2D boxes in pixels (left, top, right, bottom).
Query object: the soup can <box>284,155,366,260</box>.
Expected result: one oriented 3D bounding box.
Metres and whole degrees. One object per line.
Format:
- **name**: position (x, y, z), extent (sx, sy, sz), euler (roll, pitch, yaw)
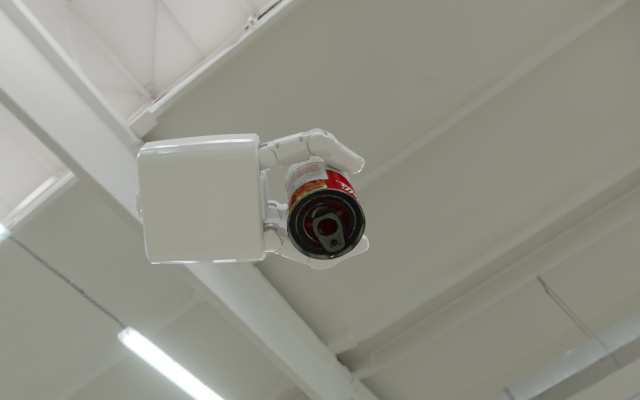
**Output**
- **soup can**: position (0.001, 0.001, 0.451), extent (0.068, 0.068, 0.102), euler (0, 24, -6)
